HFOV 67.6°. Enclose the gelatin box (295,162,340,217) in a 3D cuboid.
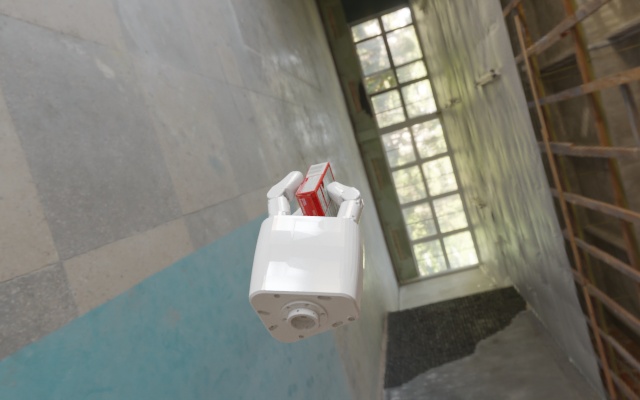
[{"bbox_3d":[0.001,0.002,0.623,0.030,0.073,0.089,-10,26,18],"label":"gelatin box"}]
